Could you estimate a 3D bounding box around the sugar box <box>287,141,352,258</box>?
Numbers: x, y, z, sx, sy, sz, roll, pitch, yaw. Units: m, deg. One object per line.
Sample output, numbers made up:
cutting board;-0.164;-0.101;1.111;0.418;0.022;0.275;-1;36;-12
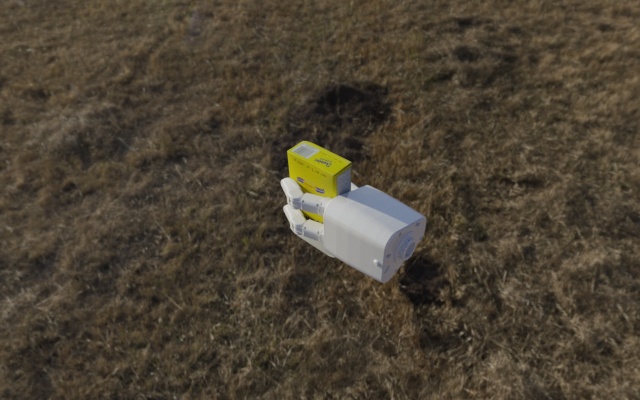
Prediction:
sugar box;0.000;0.003;0.735;0.093;0.176;0.048;30;49;31
